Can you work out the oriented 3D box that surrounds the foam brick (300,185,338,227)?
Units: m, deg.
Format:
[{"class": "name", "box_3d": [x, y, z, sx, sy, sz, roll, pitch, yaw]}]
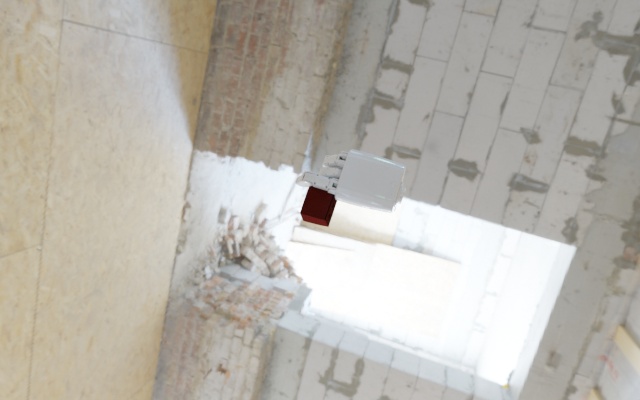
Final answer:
[{"class": "foam brick", "box_3d": [0.000, 0.003, 0.890, 0.051, 0.078, 0.053, 16, -14, 11]}]
